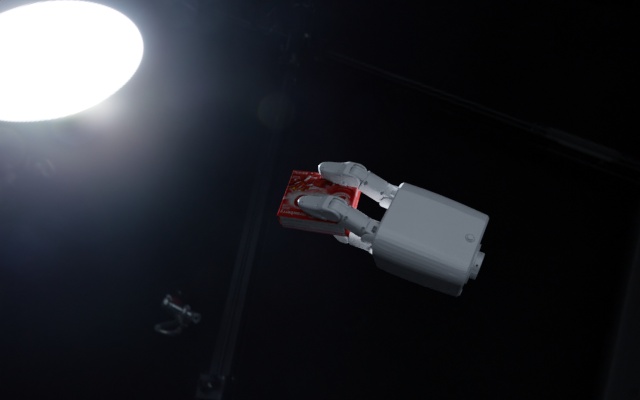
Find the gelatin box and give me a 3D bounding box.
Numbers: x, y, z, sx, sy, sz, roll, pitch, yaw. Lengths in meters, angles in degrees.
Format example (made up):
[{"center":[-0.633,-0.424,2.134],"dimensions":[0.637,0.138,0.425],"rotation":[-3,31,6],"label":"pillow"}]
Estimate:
[{"center":[0.000,0.002,0.588],"dimensions":[0.089,0.073,0.030],"rotation":[7,-35,15],"label":"gelatin box"}]
